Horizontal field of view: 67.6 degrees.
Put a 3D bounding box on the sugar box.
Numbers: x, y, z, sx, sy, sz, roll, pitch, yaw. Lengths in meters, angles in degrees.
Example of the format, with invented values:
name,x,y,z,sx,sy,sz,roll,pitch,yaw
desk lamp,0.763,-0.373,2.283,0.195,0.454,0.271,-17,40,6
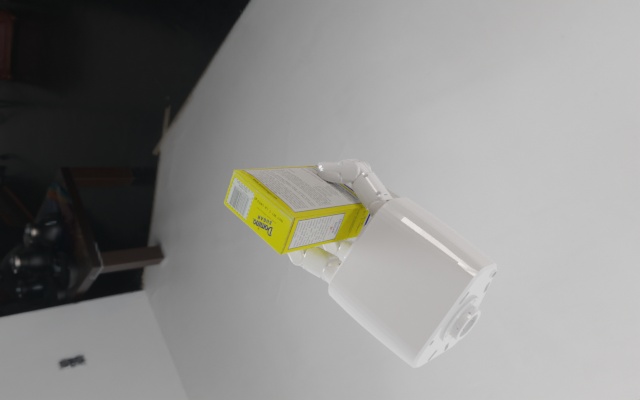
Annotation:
name,x,y,z,sx,sy,sz,roll,pitch,yaw
sugar box,0.000,0.002,0.495,0.176,0.048,0.093,-4,34,-48
